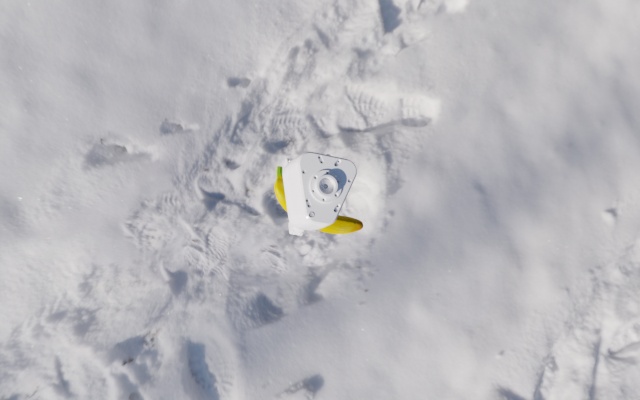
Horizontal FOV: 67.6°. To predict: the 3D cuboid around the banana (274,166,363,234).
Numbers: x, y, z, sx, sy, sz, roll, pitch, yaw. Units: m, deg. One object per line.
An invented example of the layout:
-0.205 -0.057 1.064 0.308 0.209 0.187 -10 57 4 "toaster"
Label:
-0.013 0.016 0.883 0.198 0.069 0.037 35 -15 -8 "banana"
